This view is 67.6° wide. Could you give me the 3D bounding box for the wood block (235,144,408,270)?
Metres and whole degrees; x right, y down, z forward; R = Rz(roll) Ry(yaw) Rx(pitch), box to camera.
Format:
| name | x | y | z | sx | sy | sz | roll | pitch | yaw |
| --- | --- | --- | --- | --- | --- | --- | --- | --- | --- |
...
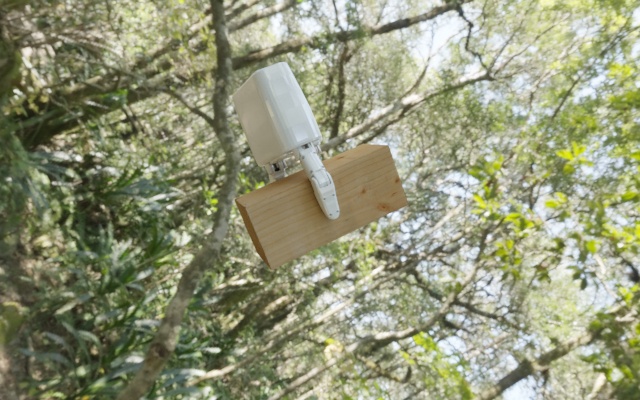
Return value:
| name | x | y | z | sx | sy | sz | roll | pitch | yaw |
| --- | --- | --- | --- | --- | --- | --- | --- | --- | --- |
| wood block | 0.000 | 0.002 | 0.652 | 0.206 | 0.090 | 0.091 | -24 | 15 | -14 |
